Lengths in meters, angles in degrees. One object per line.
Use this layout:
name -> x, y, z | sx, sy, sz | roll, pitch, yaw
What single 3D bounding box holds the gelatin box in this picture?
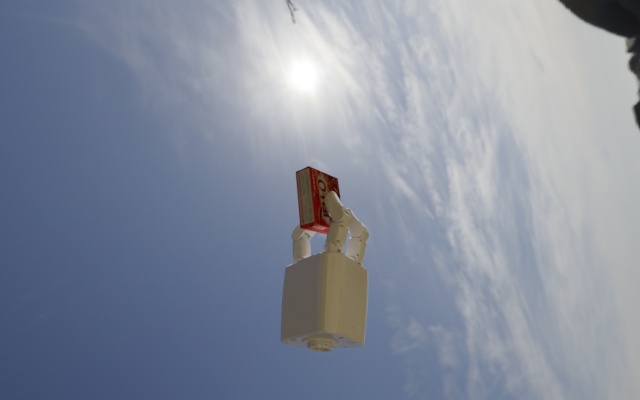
gelatin box -> 0.000, 0.002, 0.699 | 0.030, 0.089, 0.073 | -19, -23, 32
